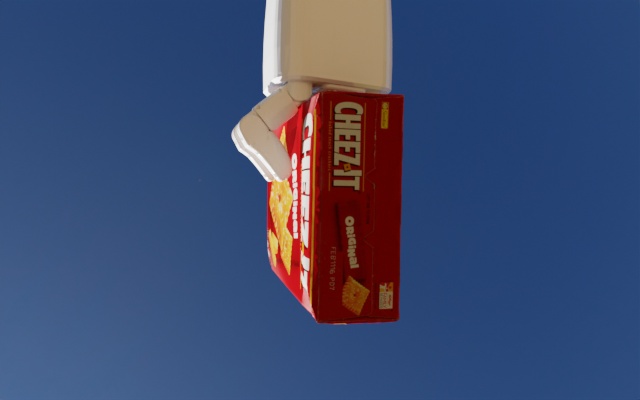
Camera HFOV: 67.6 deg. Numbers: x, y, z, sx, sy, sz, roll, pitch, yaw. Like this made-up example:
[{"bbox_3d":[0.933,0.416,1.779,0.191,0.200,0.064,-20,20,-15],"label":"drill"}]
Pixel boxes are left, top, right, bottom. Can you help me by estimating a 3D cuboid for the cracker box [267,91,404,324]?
[{"bbox_3d":[0.000,0.001,0.432,0.072,0.164,0.213,0,2,-14],"label":"cracker box"}]
